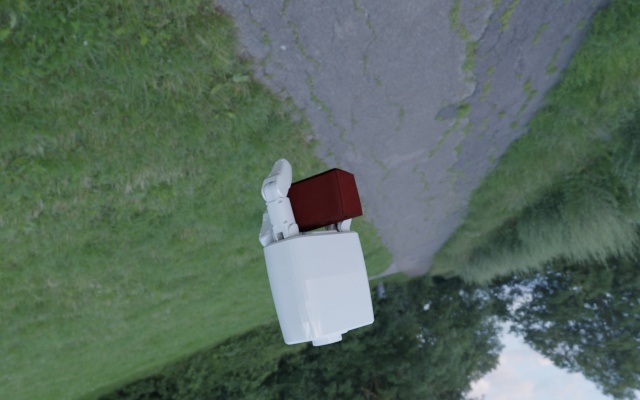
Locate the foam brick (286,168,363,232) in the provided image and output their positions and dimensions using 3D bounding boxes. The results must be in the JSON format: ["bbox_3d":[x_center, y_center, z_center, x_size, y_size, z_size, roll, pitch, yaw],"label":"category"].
[{"bbox_3d":[0.000,0.002,0.539,0.078,0.051,0.053,-18,-13,27],"label":"foam brick"}]
